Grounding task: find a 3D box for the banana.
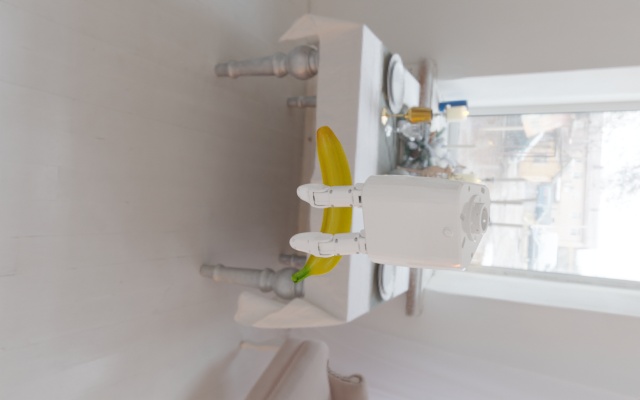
[{"bbox_3d":[0.012,0.008,0.601,0.037,0.198,0.069,4,-6,44],"label":"banana"}]
